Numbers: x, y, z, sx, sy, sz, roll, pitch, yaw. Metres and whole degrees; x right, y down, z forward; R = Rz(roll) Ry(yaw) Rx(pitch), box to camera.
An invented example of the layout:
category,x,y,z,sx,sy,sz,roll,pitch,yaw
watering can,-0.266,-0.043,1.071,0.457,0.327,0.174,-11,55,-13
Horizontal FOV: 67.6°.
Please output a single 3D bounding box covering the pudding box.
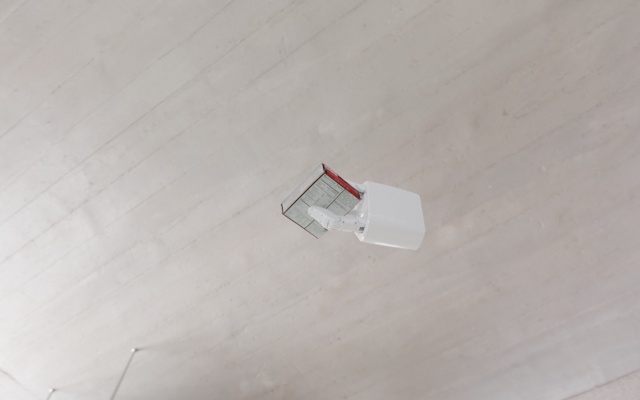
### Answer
category,x,y,z,sx,sy,sz,roll,pitch,yaw
pudding box,0.000,0.003,0.835,0.090,0.113,0.039,37,20,-24
